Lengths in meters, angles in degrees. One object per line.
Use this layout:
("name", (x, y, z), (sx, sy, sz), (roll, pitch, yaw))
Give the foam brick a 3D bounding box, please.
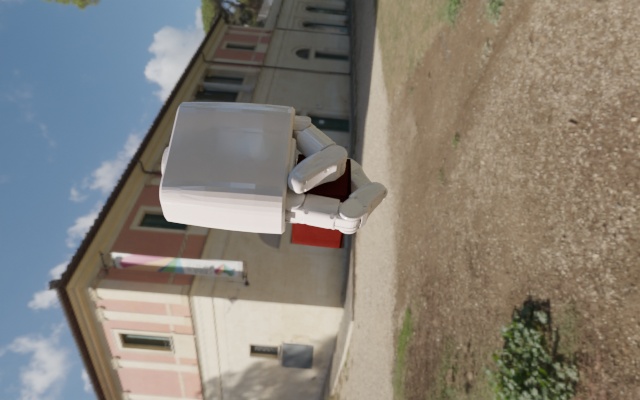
("foam brick", (0.000, 0.002, 0.463), (0.051, 0.053, 0.078), (4, -43, -2))
